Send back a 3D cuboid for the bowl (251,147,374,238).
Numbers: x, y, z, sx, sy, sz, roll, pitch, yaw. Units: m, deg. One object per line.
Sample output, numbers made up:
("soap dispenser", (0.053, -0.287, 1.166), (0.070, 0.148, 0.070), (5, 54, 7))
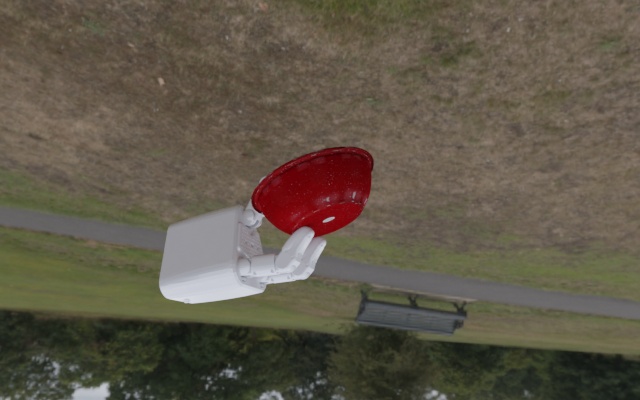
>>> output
("bowl", (0.001, 0.002, 0.584), (0.162, 0.055, 0.162), (-18, -23, -8))
